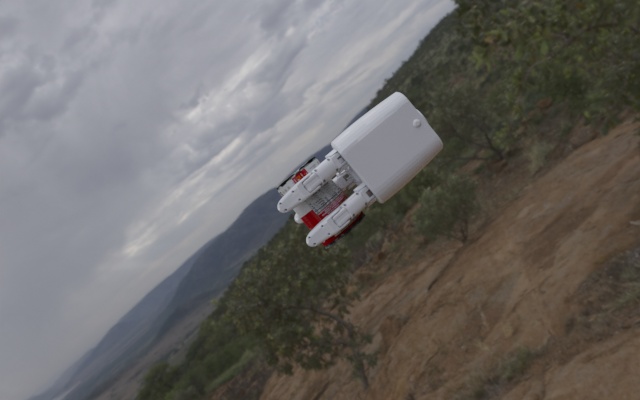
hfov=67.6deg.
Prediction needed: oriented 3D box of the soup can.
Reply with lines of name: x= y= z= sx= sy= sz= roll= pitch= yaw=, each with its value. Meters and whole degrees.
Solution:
soup can: x=0.000 y=0.002 z=0.622 sx=0.068 sy=0.102 sz=0.068 roll=-40 pitch=3 yaw=2
